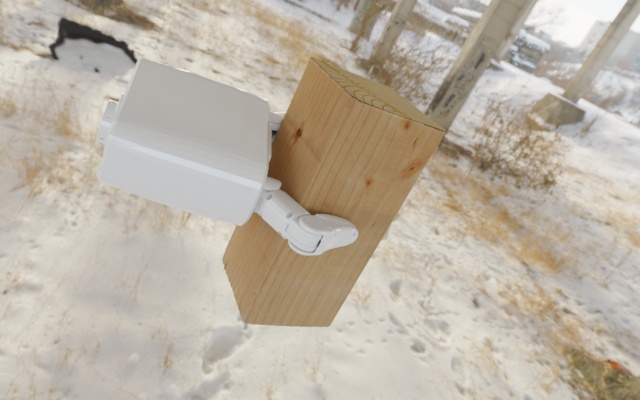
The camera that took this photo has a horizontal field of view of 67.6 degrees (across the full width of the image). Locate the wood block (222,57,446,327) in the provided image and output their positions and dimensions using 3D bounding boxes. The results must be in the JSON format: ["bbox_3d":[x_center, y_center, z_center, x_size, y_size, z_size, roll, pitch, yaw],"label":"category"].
[{"bbox_3d":[0.000,0.001,0.407,0.090,0.206,0.090,12,28,-32],"label":"wood block"}]
